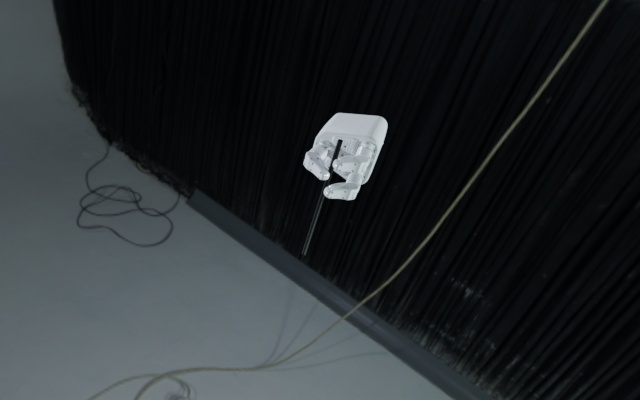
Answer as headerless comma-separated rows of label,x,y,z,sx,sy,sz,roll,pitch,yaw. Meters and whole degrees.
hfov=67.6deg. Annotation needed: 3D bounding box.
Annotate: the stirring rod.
stirring rod,0.000,0.003,0.792,0.011,0.240,0.011,12,36,-9
